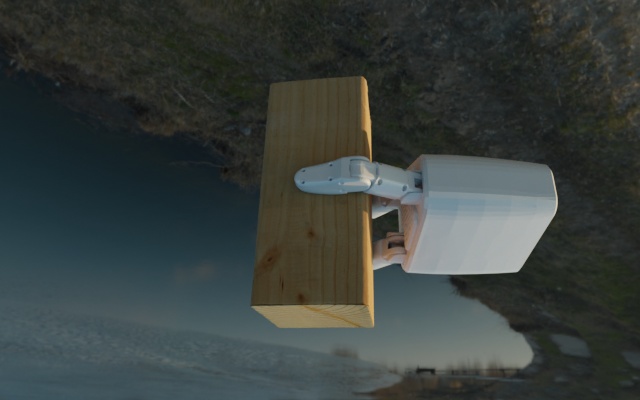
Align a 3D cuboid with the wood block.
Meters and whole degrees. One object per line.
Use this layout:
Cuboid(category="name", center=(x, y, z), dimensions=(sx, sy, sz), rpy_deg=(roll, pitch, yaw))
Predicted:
Cuboid(category="wood block", center=(0.000, 0.001, 0.429), dimensions=(0.090, 0.206, 0.091), rpy_deg=(-2, -25, 8))
